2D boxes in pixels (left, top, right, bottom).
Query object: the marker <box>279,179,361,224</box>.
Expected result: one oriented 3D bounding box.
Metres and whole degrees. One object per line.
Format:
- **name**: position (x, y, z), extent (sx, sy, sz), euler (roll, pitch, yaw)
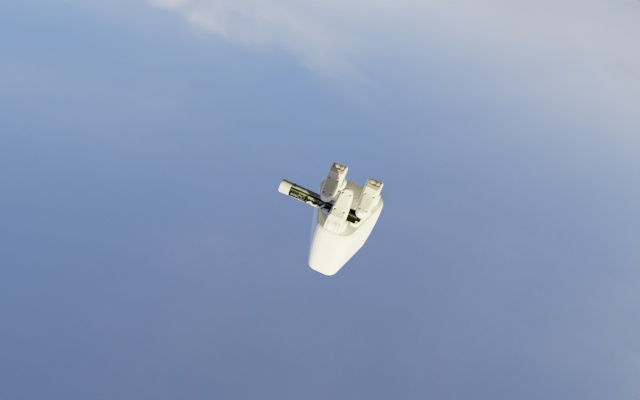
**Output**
- **marker**: position (0.000, 0.002, 0.660), extent (0.121, 0.020, 0.020), euler (23, 3, 7)
